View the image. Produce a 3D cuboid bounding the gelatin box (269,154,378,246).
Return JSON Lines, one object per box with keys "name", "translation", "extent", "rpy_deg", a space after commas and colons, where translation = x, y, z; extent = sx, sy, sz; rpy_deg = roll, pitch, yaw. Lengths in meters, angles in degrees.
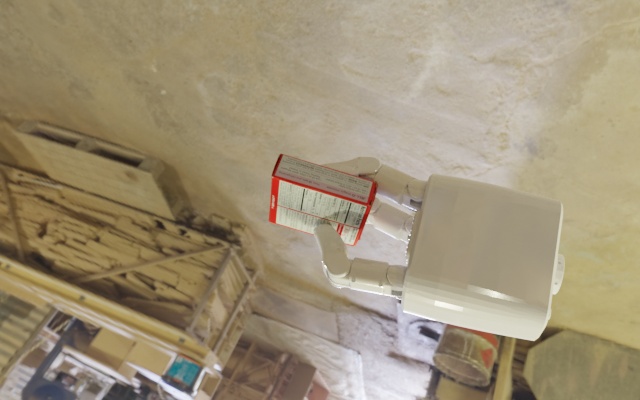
{"name": "gelatin box", "translation": [0.000, 0.002, 0.427], "extent": [0.089, 0.030, 0.073], "rpy_deg": [16, -34, 3]}
